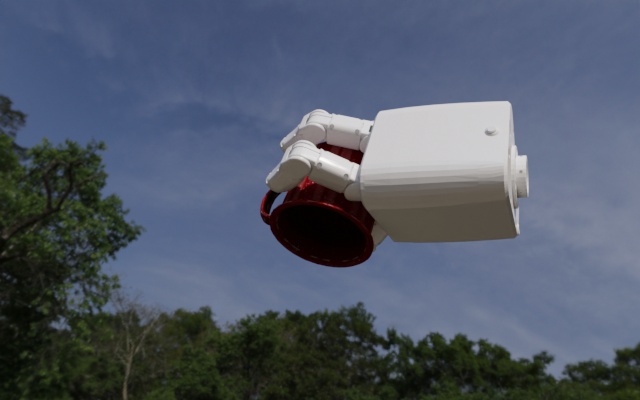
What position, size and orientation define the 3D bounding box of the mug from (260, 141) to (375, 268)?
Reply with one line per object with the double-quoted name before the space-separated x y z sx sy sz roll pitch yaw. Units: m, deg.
"mug" -0.001 0.001 0.438 0.117 0.081 0.093 -1 -42 26
